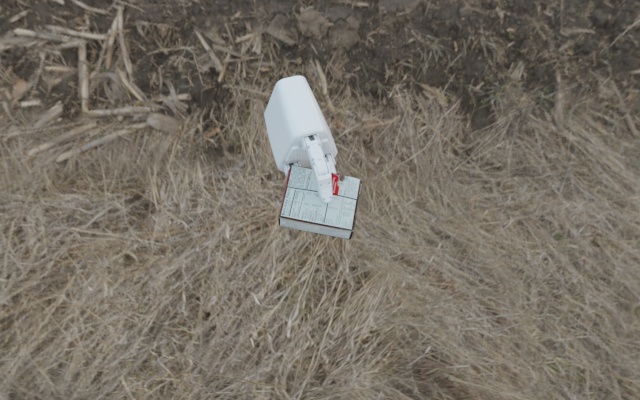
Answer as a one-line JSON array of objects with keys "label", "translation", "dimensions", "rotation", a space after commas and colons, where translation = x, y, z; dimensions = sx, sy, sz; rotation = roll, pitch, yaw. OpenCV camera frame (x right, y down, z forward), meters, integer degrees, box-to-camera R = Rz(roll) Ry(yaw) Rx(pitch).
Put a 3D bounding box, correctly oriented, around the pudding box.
[{"label": "pudding box", "translation": [0.000, 0.002, 0.712], "dimensions": [0.113, 0.090, 0.039], "rotation": [11, -24, 2]}]
